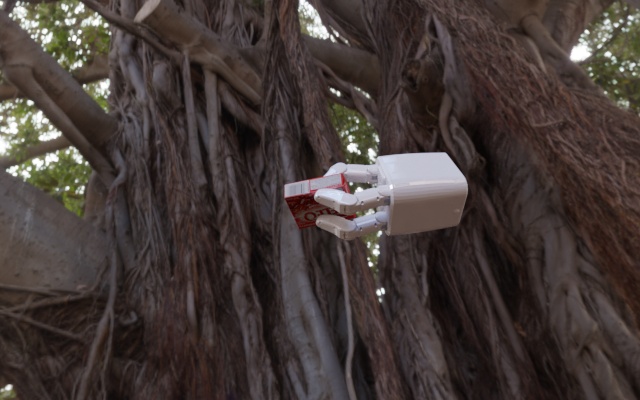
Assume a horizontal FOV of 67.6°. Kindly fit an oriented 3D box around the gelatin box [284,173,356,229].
[{"bbox_3d":[0.000,0.002,0.691,0.089,0.030,0.073,-11,-43,10],"label":"gelatin box"}]
